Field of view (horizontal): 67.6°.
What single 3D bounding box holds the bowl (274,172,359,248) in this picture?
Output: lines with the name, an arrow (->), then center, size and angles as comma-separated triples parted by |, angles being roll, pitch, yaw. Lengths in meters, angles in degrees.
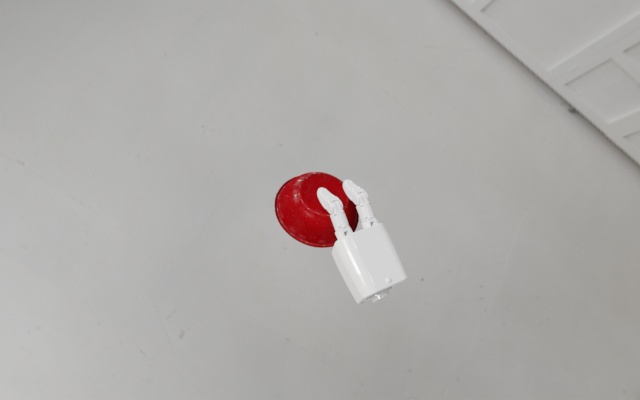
bowl -> -0.001, 0.002, 0.867 | 0.162, 0.162, 0.055 | 0, -33, -17
